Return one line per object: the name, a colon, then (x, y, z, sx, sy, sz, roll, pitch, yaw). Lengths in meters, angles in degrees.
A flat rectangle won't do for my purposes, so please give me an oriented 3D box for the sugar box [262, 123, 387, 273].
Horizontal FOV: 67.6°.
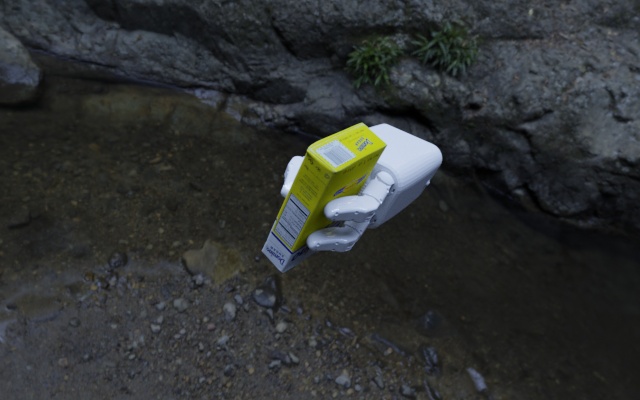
sugar box: (0.001, 0.002, 0.540, 0.048, 0.176, 0.093, 43, 46, 19)
